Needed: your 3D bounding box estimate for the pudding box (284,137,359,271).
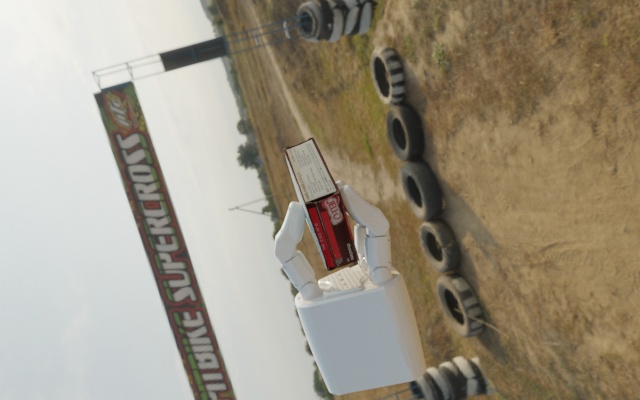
[{"bbox_3d":[0.000,0.002,0.487,0.039,0.090,0.113,-20,37,-5],"label":"pudding box"}]
